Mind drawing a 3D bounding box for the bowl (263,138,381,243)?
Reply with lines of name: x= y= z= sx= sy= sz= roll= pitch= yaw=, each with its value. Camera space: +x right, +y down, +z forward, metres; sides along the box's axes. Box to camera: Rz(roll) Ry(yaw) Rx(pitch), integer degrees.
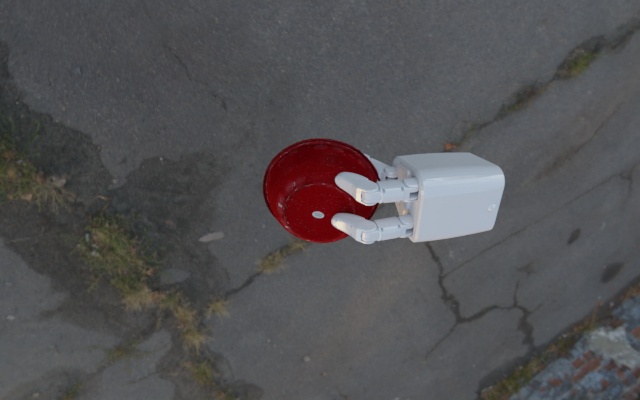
bowl: x=-0.001 y=0.003 z=0.628 sx=0.162 sy=0.162 sz=0.055 roll=0 pitch=34 yaw=4
